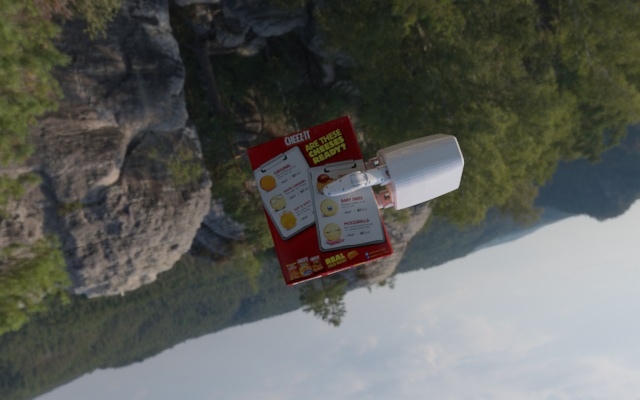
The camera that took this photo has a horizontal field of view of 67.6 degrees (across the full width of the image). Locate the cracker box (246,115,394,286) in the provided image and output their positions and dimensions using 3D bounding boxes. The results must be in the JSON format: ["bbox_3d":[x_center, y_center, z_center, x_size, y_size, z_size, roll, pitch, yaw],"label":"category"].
[{"bbox_3d":[0.000,0.003,0.723,0.164,0.213,0.072,-18,-7,4],"label":"cracker box"}]
